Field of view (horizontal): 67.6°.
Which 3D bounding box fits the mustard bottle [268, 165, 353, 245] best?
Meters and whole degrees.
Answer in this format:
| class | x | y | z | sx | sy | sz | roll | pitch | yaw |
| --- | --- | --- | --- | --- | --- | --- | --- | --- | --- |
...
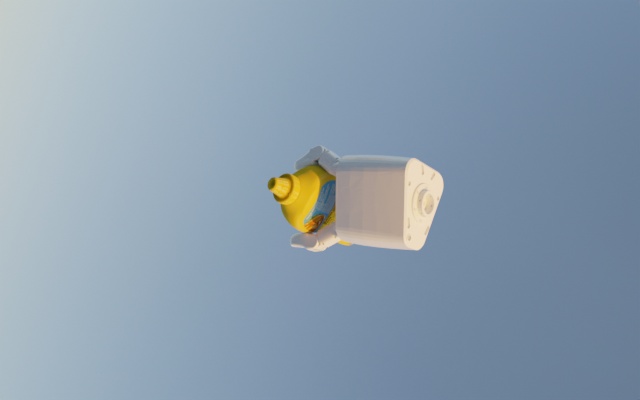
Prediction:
| class | x | y | z | sx | sy | sz | roll | pitch | yaw |
| --- | --- | --- | --- | --- | --- | --- | --- | --- | --- |
| mustard bottle | 0.000 | 0.002 | 0.680 | 0.192 | 0.096 | 0.058 | 21 | 13 | -46 |
